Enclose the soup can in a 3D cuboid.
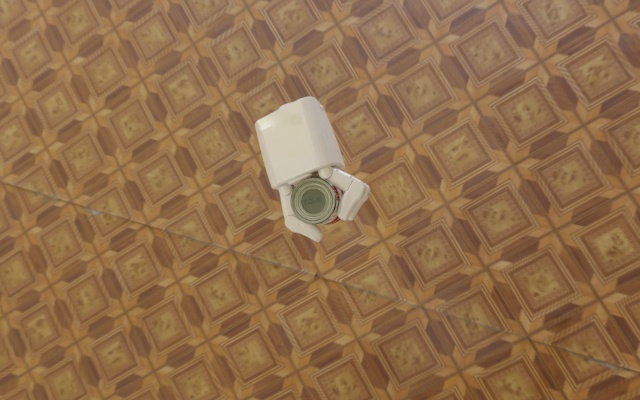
[{"bbox_3d":[0.000,0.003,0.711,0.068,0.068,0.102,0,-2,12],"label":"soup can"}]
